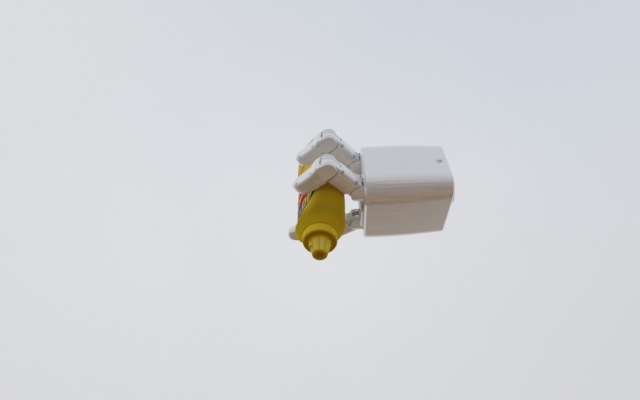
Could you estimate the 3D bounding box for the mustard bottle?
[{"bbox_3d":[0.000,0.002,0.608,0.058,0.096,0.191,17,37,-13],"label":"mustard bottle"}]
